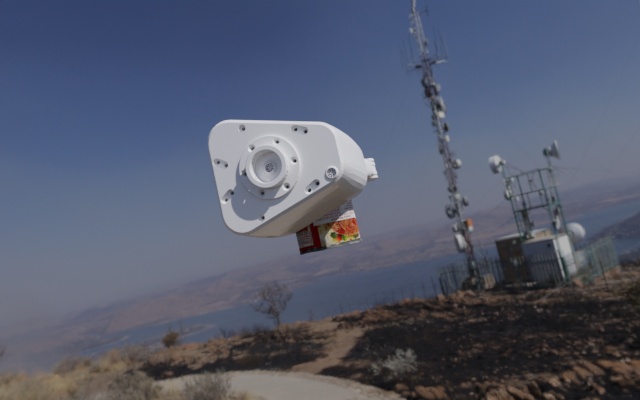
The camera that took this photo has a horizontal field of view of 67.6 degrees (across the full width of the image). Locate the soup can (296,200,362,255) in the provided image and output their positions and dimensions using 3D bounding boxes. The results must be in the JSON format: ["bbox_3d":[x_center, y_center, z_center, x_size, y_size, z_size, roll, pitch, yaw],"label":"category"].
[{"bbox_3d":[0.000,0.001,0.515,0.068,0.102,0.068,-13,-5,-1],"label":"soup can"}]
